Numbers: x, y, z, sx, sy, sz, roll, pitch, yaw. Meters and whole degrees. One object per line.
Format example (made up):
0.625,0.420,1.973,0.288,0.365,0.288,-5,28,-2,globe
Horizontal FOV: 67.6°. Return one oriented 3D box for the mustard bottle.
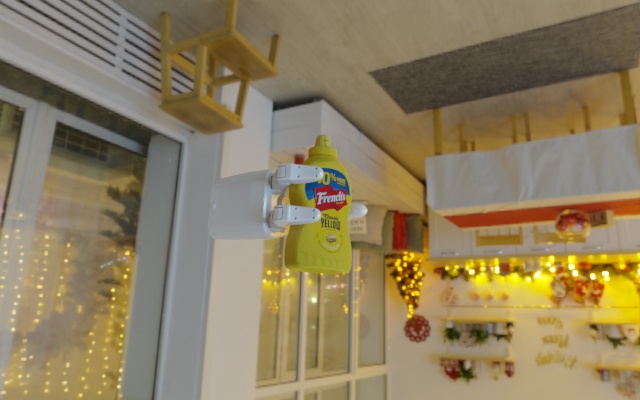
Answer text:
0.000,0.002,0.660,0.096,0.191,0.058,12,-17,-35,mustard bottle
